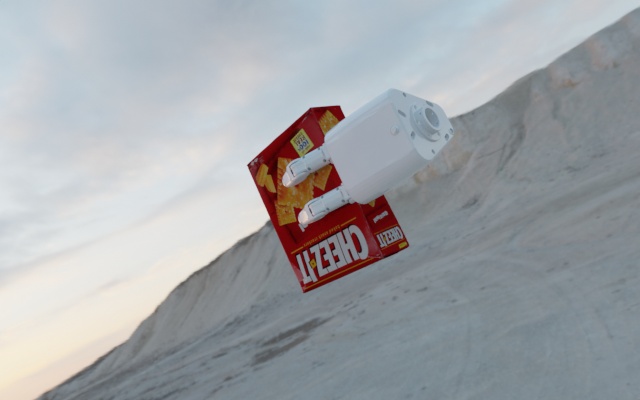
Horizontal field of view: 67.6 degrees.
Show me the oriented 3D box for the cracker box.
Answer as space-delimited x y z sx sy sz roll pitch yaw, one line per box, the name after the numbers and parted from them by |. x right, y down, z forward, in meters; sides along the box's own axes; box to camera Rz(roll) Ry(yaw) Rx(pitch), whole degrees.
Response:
0.000 0.002 0.663 0.072 0.213 0.164 -16 -12 -47 | cracker box
